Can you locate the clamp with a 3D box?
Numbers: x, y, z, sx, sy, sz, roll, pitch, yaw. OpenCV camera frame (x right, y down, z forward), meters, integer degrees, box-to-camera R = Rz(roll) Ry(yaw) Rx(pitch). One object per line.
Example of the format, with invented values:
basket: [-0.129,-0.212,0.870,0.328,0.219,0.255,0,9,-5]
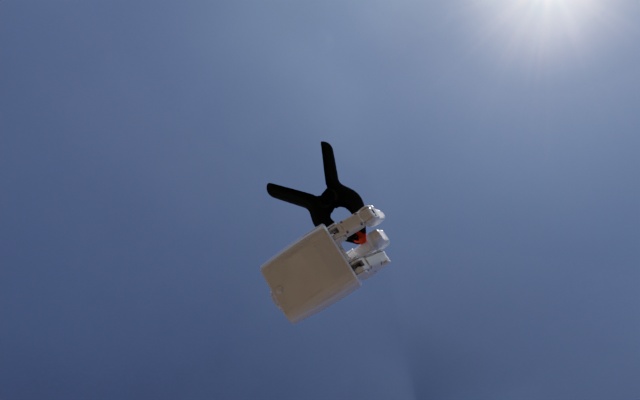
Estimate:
clamp: [0.000,0.003,0.706,0.120,0.171,0.039,-33,-26,2]
